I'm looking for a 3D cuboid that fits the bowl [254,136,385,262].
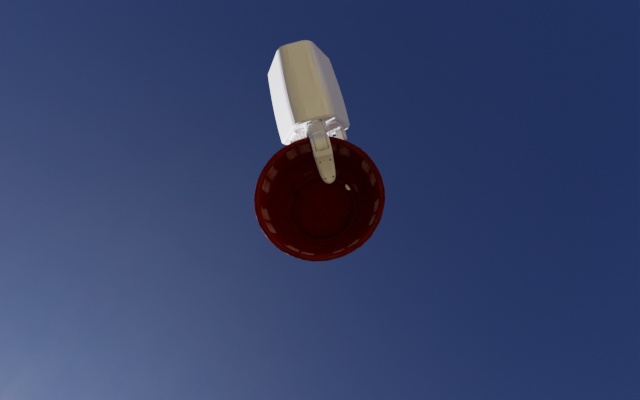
[{"bbox_3d":[0.000,0.003,0.610,0.162,0.162,0.055,0,-17,5],"label":"bowl"}]
